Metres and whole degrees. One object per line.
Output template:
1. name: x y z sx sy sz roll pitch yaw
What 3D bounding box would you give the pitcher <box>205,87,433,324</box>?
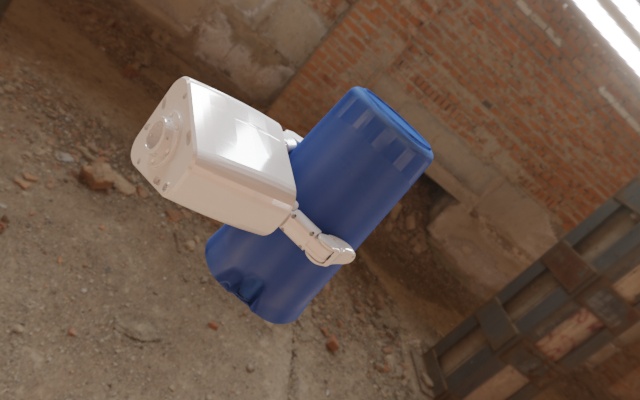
1. pitcher: 0.000 0.002 0.514 0.145 0.243 0.149 24 25 -44
